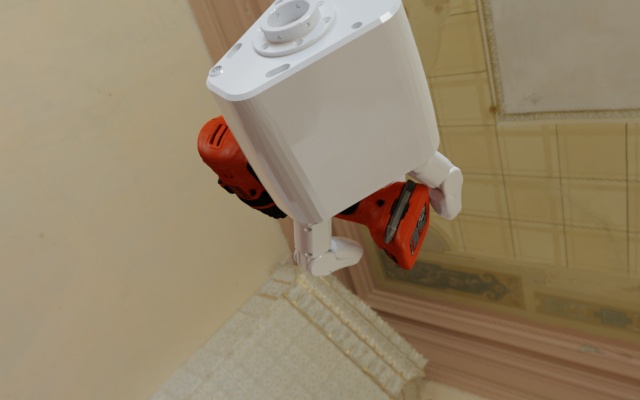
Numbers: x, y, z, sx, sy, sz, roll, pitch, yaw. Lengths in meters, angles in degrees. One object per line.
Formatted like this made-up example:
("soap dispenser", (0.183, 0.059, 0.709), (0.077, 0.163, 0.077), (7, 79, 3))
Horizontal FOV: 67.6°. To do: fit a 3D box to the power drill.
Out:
("power drill", (0.000, 0.001, 0.427), (0.187, 0.057, 0.184), (19, -11, 18))
